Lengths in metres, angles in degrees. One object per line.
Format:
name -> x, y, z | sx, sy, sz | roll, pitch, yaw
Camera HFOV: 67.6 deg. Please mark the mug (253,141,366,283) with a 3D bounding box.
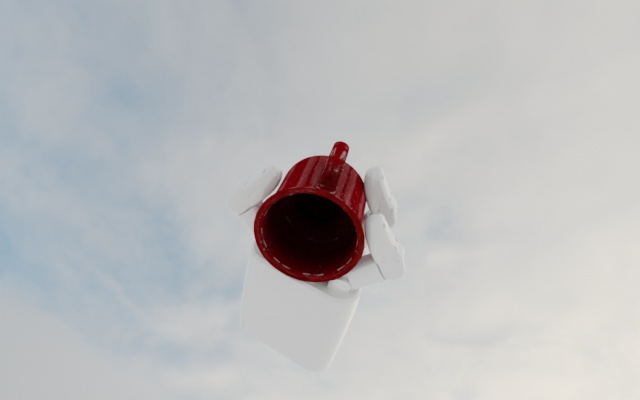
mug -> 0.000, 0.000, 0.417 | 0.093, 0.117, 0.081 | 18, 31, 2
